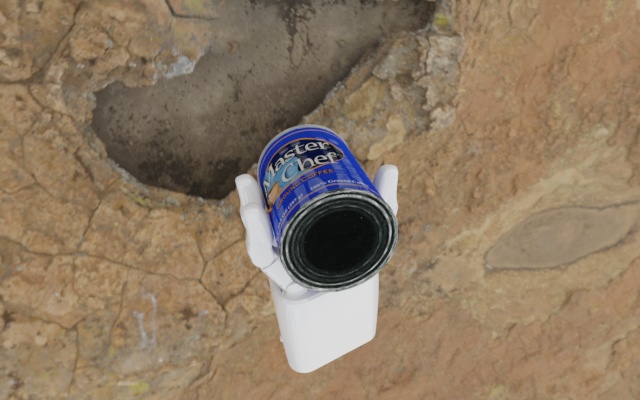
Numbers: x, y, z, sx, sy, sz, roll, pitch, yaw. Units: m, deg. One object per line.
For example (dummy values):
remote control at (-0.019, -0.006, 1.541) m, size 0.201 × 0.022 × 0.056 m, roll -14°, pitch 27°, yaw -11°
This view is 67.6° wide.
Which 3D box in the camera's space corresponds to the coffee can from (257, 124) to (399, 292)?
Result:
coffee can at (0.000, 0.001, 0.450) m, size 0.103 × 0.103 × 0.140 m, roll 0°, pitch 30°, yaw -16°
